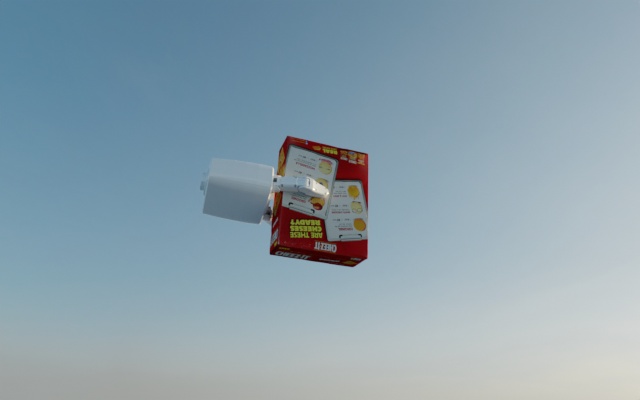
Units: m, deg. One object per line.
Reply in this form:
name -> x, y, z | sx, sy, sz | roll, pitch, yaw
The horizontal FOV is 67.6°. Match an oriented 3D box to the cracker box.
cracker box -> 0.000, 0.003, 0.869 | 0.164, 0.213, 0.072 | 11, -26, -16
